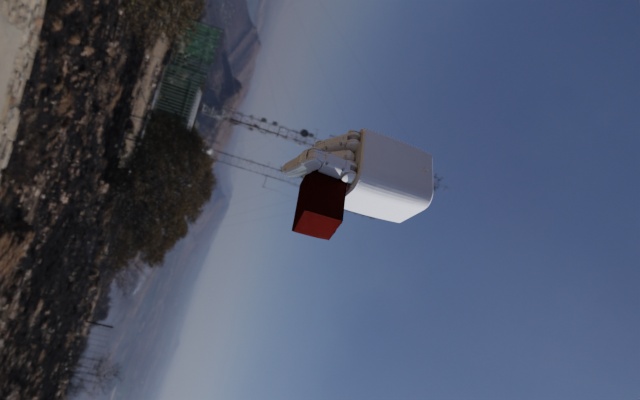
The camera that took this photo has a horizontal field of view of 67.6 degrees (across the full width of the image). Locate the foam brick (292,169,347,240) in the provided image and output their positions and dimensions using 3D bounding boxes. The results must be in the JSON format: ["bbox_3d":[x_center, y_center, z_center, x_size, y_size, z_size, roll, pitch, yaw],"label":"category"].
[{"bbox_3d":[0.000,0.002,0.610,0.051,0.078,0.053,18,-37,-12],"label":"foam brick"}]
